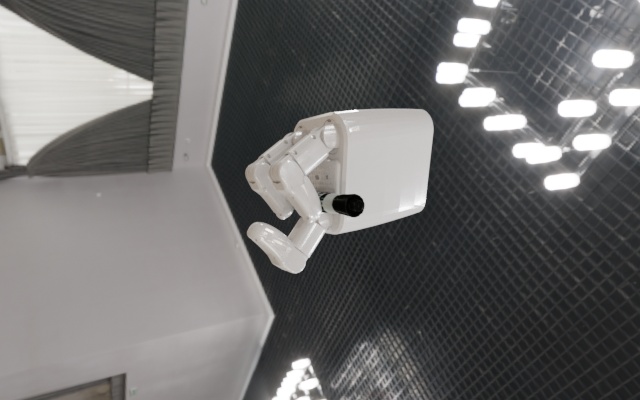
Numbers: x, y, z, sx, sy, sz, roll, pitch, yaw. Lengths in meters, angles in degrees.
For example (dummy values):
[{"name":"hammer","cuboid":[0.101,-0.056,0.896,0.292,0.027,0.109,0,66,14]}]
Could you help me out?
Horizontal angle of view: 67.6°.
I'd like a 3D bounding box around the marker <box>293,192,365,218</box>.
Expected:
[{"name":"marker","cuboid":[0.000,0.001,0.423,0.020,0.020,0.121,0,2,-30]}]
